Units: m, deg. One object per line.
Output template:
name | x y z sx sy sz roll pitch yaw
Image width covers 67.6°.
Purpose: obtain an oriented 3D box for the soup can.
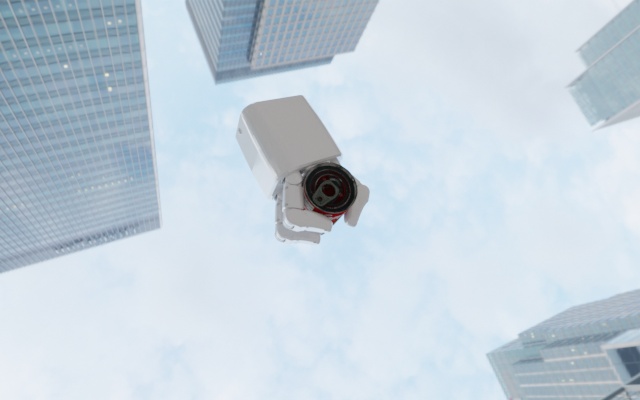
soup can | 0.000 0.003 0.629 0.068 0.068 0.102 0 -22 -17
